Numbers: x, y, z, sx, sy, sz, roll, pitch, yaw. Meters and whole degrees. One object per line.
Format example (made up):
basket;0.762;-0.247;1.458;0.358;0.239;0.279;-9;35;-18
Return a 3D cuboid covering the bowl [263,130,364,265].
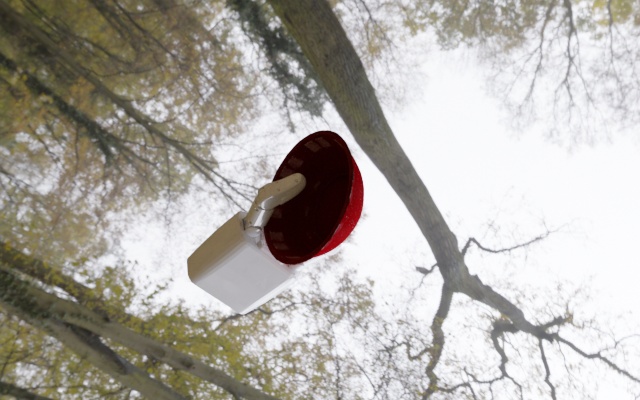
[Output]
bowl;0.001;0.001;0.561;0.055;0.162;0.162;21;-12;-35
